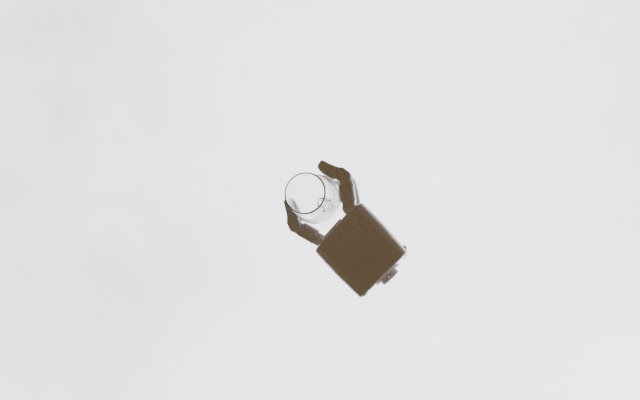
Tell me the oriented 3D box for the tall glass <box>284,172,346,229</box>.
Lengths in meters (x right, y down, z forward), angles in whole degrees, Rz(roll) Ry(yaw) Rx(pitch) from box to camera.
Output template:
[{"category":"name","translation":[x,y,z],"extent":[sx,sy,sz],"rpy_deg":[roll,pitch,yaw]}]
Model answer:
[{"category":"tall glass","translation":[0.000,0.003,0.785],"extent":[0.079,0.079,0.201],"rpy_deg":[0,-8,14]}]
